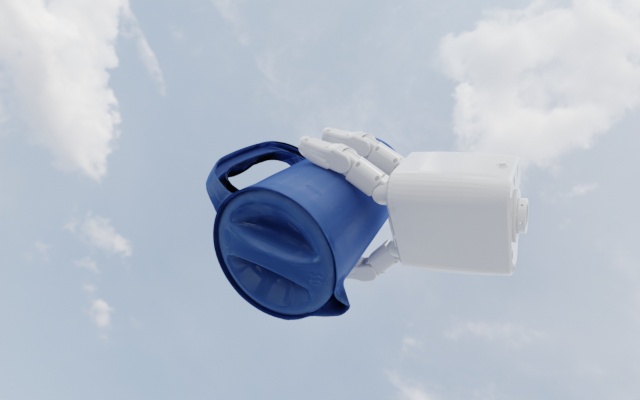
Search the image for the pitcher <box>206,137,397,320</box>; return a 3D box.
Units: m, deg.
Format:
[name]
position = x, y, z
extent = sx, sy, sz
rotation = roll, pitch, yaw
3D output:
[pitcher]
position = 0.000, 0.002, 0.522
extent = 0.145, 0.149, 0.242
rotation = 2, 22, 28
